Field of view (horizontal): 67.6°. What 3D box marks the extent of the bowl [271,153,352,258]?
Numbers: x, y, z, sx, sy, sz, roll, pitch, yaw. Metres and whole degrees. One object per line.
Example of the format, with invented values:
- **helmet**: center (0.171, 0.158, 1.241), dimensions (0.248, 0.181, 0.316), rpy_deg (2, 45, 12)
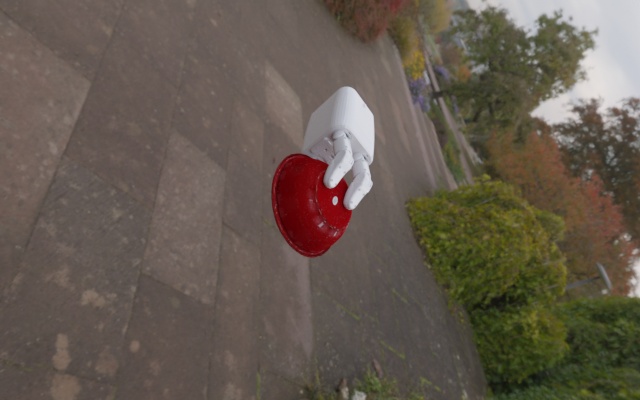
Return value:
- **bowl**: center (0.000, 0.003, 0.715), dimensions (0.055, 0.162, 0.162), rpy_deg (-12, -7, 36)
